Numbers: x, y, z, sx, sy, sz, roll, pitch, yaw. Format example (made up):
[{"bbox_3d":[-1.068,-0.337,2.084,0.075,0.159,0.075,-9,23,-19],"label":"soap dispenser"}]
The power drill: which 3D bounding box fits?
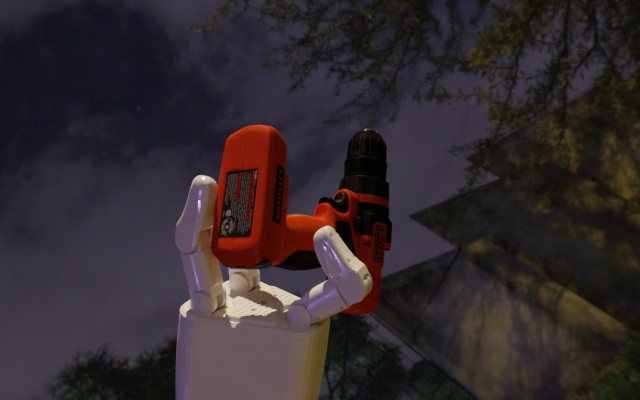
[{"bbox_3d":[0.000,0.002,0.417,0.057,0.184,0.188,-8,-19,39],"label":"power drill"}]
